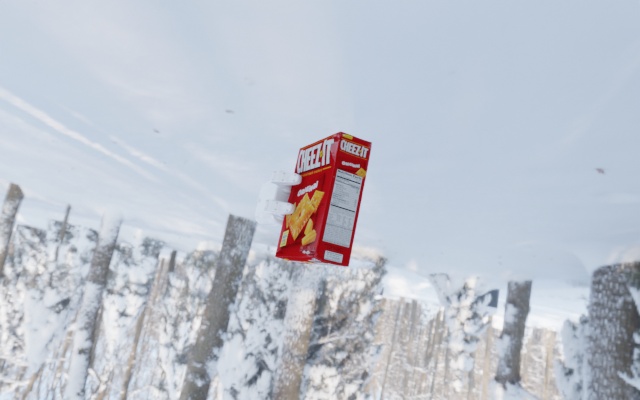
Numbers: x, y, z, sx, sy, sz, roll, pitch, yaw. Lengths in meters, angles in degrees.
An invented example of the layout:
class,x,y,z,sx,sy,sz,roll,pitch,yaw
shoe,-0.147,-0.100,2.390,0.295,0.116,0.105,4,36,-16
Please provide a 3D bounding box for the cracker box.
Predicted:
class,x,y,z,sx,sy,sz,roll,pitch,yaw
cracker box,0.000,0.003,0.830,0.072,0.213,0.164,17,-12,-26
